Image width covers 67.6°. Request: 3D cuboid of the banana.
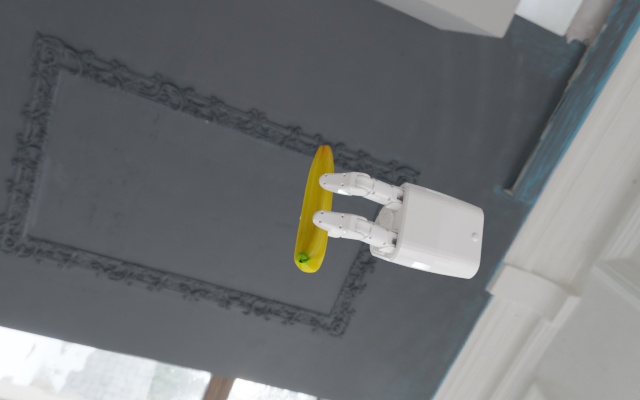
[{"bbox_3d":[-0.004,0.017,0.586,0.037,0.197,0.070,13,-45,-5],"label":"banana"}]
